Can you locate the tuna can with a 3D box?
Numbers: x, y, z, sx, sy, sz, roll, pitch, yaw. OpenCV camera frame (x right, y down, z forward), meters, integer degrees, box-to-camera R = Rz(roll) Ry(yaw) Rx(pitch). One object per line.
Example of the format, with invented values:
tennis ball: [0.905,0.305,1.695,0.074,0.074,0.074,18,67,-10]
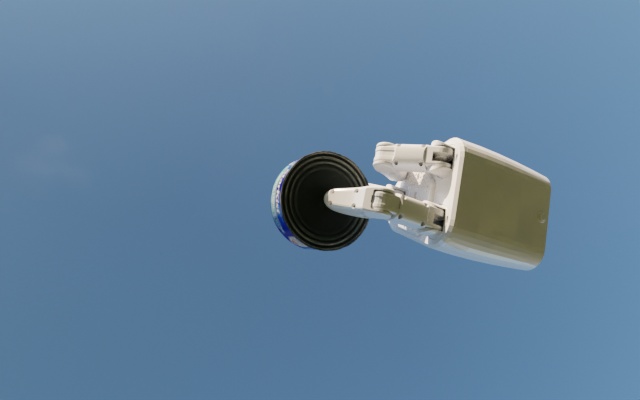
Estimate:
tuna can: [0.000,0.001,0.421,0.086,0.086,0.034,0,-4,-24]
